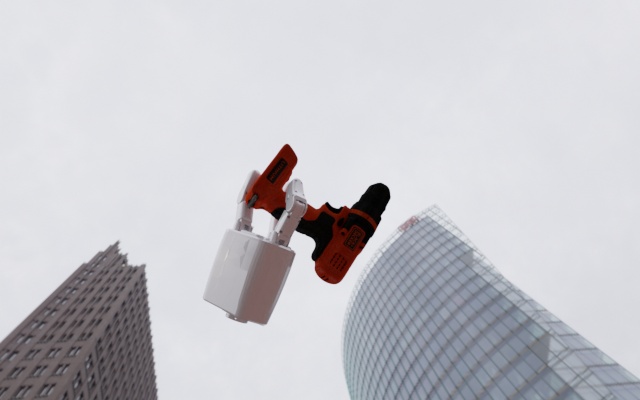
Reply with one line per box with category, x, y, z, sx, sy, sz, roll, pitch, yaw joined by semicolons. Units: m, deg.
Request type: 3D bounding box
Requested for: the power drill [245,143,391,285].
power drill;0.000;0.002;0.704;0.187;0.184;0.057;37;-29;-3
